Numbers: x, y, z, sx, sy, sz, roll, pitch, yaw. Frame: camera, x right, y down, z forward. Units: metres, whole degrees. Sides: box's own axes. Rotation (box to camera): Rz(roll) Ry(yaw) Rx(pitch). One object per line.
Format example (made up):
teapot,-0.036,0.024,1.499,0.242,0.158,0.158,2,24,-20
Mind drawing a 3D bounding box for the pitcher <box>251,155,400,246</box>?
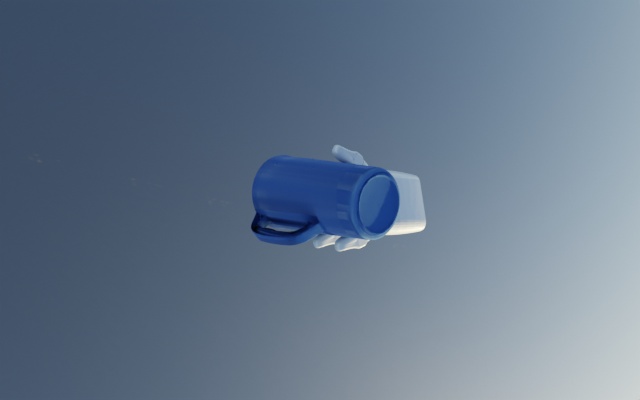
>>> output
pitcher,0.000,0.002,0.776,0.145,0.149,0.243,3,3,-41
